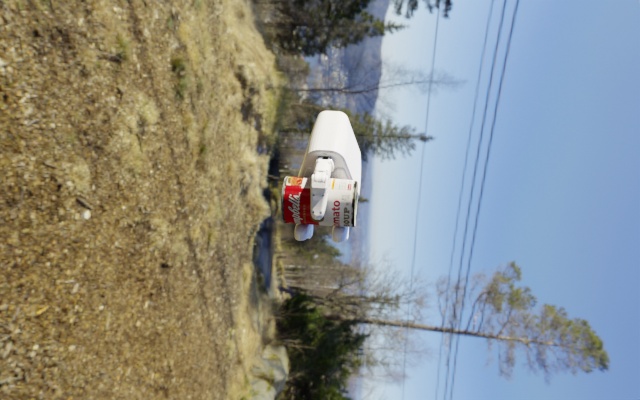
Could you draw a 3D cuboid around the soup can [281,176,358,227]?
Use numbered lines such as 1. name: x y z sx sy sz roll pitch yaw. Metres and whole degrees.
1. soup can: 0.000 0.003 0.679 0.102 0.068 0.068 4 0 7
